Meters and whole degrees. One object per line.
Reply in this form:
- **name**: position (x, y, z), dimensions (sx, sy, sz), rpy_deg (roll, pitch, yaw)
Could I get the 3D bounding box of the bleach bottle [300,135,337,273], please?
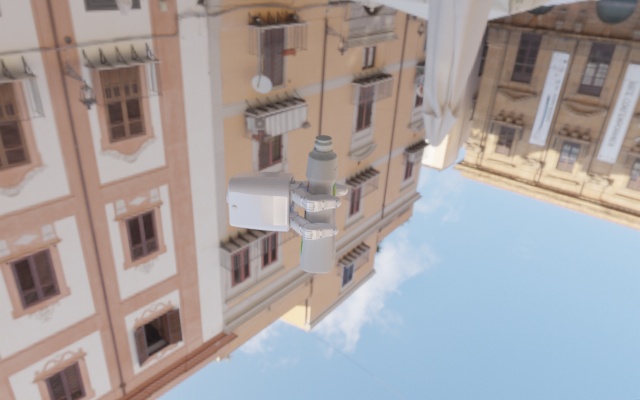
- **bleach bottle**: position (0.000, 0.003, 0.860), dimensions (0.068, 0.251, 0.102), rpy_deg (4, 27, 1)
